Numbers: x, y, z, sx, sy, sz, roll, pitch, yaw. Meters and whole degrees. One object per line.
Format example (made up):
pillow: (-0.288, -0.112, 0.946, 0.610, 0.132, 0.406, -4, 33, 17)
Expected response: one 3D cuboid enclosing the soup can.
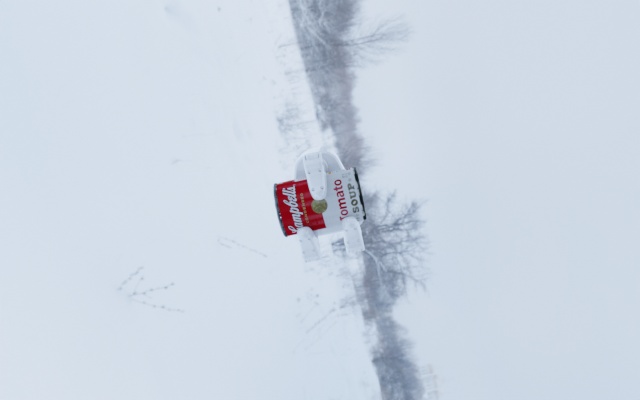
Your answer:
soup can: (0.000, 0.002, 0.582, 0.102, 0.068, 0.068, -12, -1, 3)
